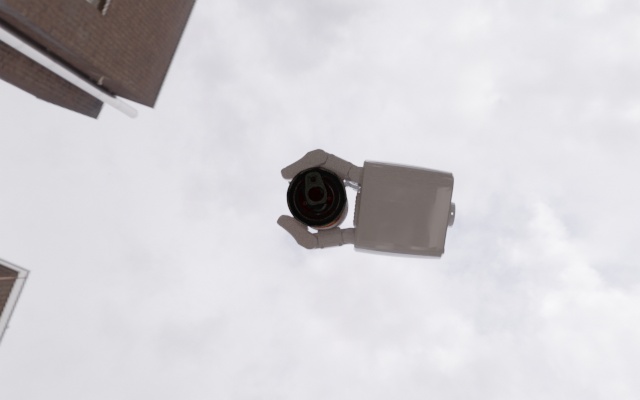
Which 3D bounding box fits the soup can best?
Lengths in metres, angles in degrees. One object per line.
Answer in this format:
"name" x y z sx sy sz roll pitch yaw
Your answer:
"soup can" 0.000 0.002 0.578 0.068 0.068 0.102 0 -7 5
